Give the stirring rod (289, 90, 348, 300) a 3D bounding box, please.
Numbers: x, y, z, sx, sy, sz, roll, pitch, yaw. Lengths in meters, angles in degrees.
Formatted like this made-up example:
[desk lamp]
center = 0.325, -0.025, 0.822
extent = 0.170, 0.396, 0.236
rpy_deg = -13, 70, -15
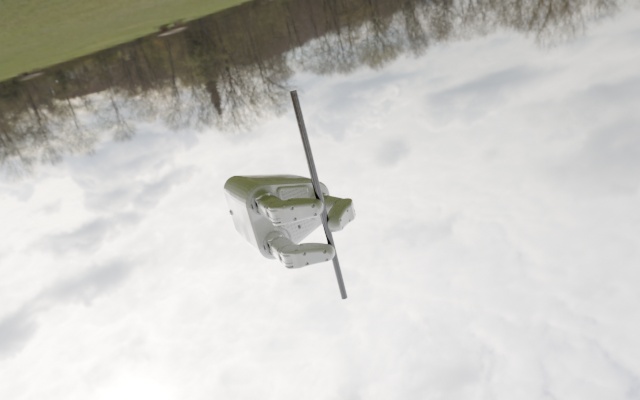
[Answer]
[stirring rod]
center = 0.000, 0.002, 0.514
extent = 0.011, 0.240, 0.011
rpy_deg = -13, 19, 4
